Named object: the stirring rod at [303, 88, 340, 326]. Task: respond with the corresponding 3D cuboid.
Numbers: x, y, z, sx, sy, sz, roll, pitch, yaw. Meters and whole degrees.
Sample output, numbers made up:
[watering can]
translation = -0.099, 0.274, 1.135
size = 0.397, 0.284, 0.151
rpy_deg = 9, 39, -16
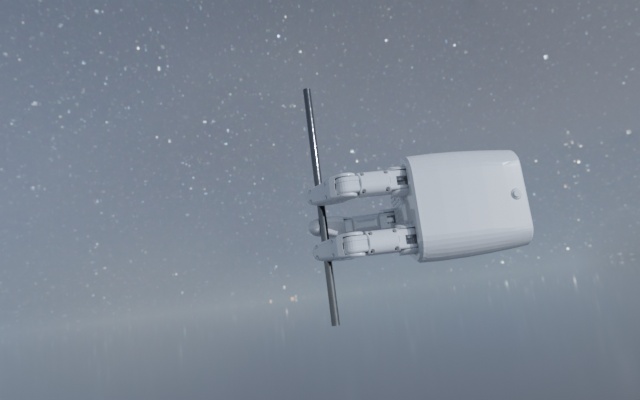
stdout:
[stirring rod]
translation = 0.000, 0.002, 0.475
size = 0.011, 0.239, 0.011
rpy_deg = -7, -11, -1
